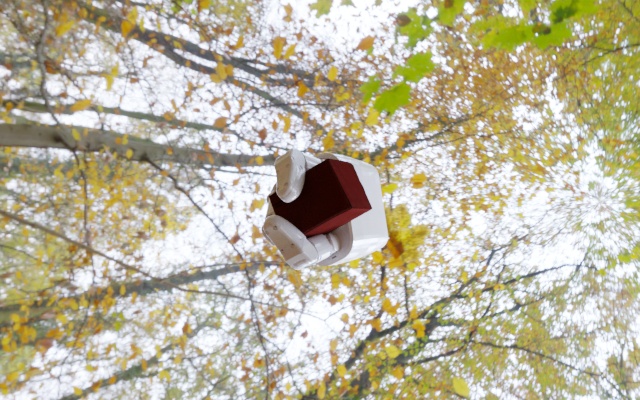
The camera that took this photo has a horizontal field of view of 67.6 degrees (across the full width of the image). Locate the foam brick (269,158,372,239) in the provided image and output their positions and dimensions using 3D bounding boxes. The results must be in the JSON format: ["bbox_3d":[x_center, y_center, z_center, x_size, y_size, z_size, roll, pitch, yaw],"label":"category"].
[{"bbox_3d":[0.000,0.001,0.461,0.078,0.053,0.051,-30,-16,27],"label":"foam brick"}]
